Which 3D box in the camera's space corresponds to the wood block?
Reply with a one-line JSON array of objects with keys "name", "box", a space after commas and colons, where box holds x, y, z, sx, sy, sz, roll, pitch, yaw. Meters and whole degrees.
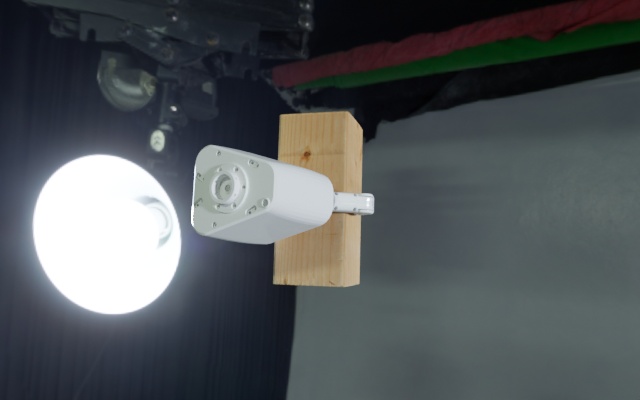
[{"name": "wood block", "box": [0.000, 0.002, 0.603, 0.091, 0.206, 0.090, 0, -7, 16]}]
